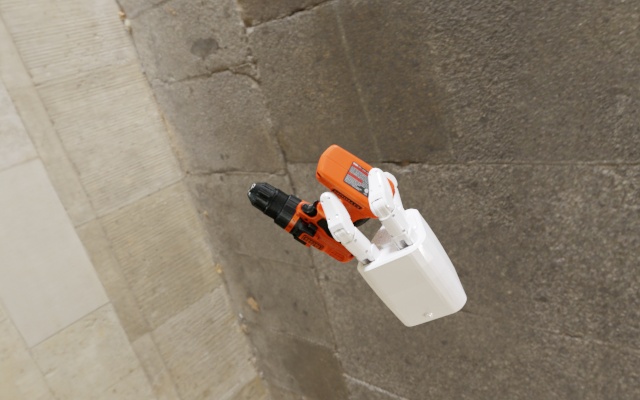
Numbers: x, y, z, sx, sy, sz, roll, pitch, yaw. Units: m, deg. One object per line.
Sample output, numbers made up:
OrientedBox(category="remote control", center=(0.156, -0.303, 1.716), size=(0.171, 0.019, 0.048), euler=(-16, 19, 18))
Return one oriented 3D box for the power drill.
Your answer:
OrientedBox(category="power drill", center=(0.000, 0.002, 0.650), size=(0.184, 0.057, 0.188), euler=(31, -31, -8))
